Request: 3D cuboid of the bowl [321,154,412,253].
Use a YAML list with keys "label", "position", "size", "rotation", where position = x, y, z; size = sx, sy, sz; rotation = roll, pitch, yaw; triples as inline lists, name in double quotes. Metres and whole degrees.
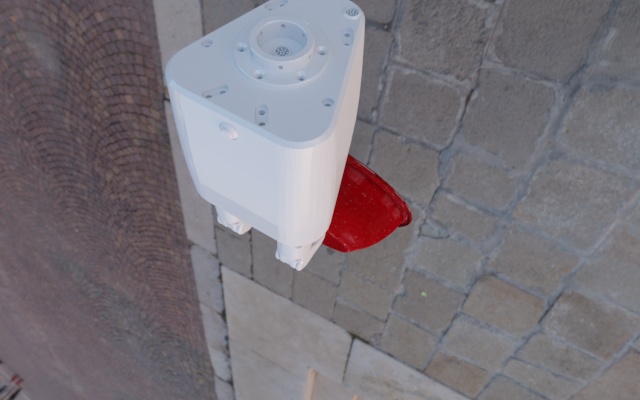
- label: "bowl"
  position: [0.000, 0.002, 0.443]
  size: [0.162, 0.055, 0.162]
  rotation: [30, -12, 7]
